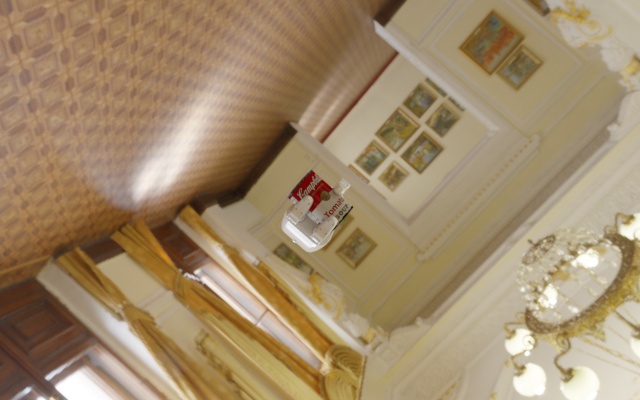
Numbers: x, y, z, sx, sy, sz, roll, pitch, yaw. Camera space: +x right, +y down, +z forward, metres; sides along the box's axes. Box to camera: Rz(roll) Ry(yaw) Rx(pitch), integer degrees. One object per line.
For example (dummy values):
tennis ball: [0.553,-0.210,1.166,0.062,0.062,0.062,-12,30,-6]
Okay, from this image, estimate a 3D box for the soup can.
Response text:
soup can: [0.001,0.003,0.860,0.102,0.068,0.068,41,1,1]
